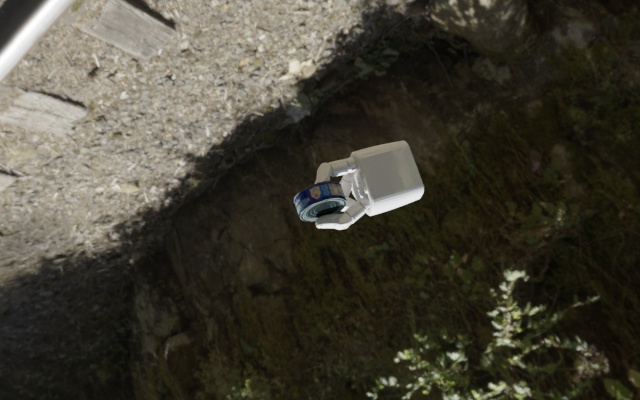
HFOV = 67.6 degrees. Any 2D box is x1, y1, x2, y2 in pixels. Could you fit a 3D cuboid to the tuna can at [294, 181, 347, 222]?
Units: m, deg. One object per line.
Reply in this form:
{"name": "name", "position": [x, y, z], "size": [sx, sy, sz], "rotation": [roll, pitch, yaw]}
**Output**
{"name": "tuna can", "position": [0.000, 0.003, 0.808], "size": [0.086, 0.033, 0.086], "rotation": [-16, -23, -7]}
